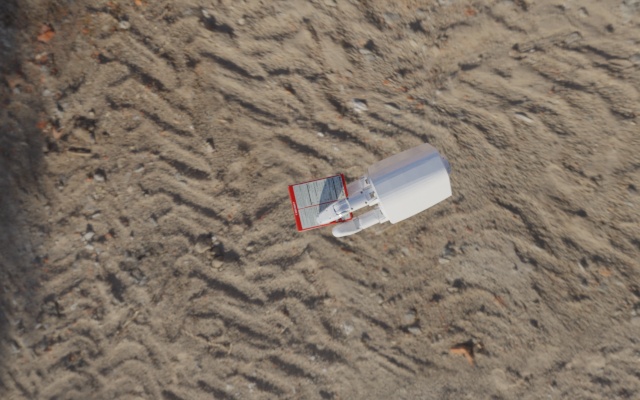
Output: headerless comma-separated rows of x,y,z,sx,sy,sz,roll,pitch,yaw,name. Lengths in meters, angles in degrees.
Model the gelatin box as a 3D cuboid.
0.000,0.003,0.741,0.089,0.073,0.030,-13,5,0,gelatin box
